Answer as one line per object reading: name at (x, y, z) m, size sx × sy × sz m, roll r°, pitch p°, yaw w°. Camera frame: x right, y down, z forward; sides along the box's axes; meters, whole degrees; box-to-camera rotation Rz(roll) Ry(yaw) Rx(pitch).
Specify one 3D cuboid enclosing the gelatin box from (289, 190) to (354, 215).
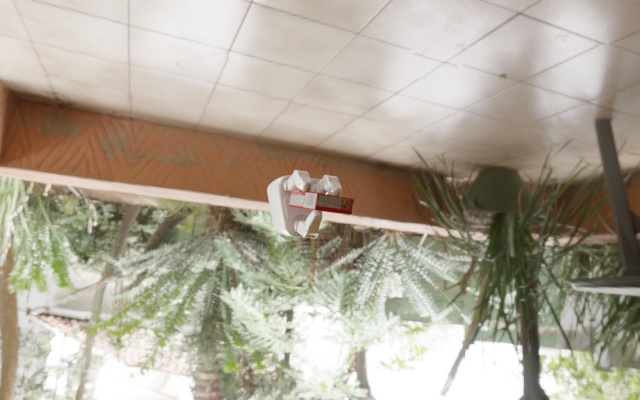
gelatin box at (0.000, 0.003, 0.795) m, size 0.073 × 0.030 × 0.089 m, roll 9°, pitch -1°, yaw -33°
